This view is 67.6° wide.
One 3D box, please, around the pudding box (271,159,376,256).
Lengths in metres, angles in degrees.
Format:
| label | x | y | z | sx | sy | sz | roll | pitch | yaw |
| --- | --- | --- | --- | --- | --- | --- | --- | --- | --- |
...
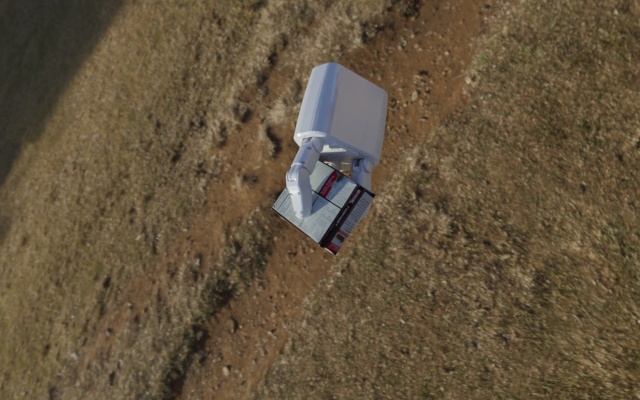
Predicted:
| label | x | y | z | sx | sy | sz | roll | pitch | yaw |
| --- | --- | --- | --- | --- | --- | --- | --- | --- | --- |
| pudding box | 0.000 | 0.002 | 0.598 | 0.039 | 0.090 | 0.113 | 32 | 1 | -43 |
